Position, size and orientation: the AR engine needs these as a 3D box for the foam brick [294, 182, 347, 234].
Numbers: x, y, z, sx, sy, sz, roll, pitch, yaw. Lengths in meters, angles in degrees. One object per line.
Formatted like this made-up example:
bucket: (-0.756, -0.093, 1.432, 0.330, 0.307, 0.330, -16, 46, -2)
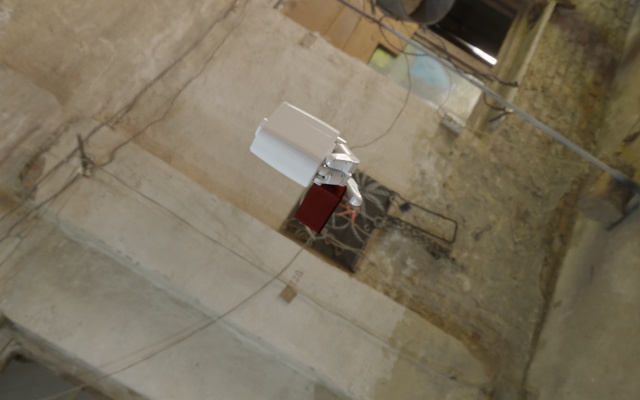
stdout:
foam brick: (0.000, 0.003, 0.780, 0.051, 0.078, 0.053, 31, 27, -2)
